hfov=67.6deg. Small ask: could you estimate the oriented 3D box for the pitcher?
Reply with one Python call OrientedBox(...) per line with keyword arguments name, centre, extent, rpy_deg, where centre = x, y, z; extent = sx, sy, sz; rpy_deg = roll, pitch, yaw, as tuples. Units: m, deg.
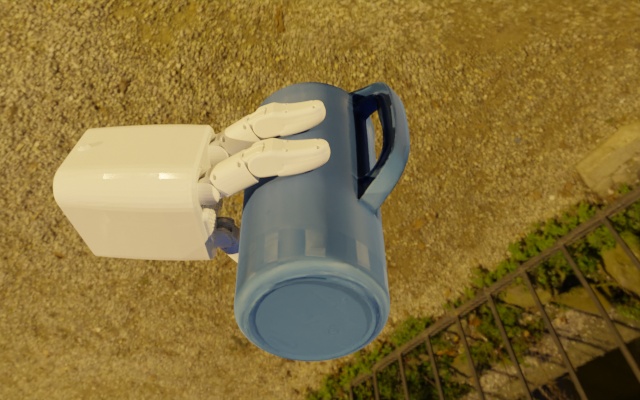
OrientedBox(name="pitcher", centre=(0.000, 0.001, 0.411), extent=(0.145, 0.149, 0.242), rpy_deg=(2, 38, -3))
